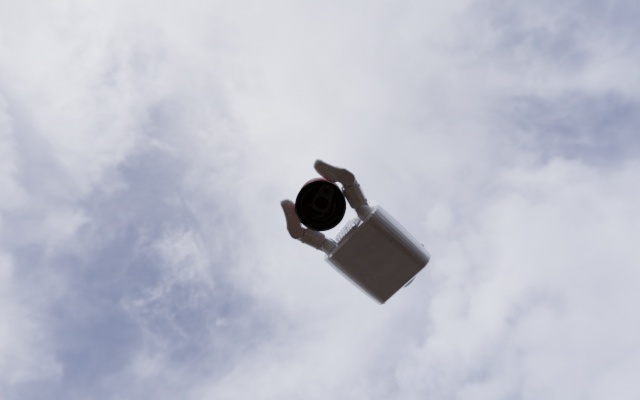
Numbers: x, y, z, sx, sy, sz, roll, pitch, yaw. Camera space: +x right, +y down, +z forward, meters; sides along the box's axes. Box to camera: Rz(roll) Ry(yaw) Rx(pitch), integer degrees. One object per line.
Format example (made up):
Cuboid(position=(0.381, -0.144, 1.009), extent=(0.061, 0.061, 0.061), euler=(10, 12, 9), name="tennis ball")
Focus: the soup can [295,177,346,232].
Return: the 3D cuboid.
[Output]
Cuboid(position=(0.000, 0.002, 0.673), extent=(0.068, 0.068, 0.102), euler=(0, 6, 0), name="soup can")
